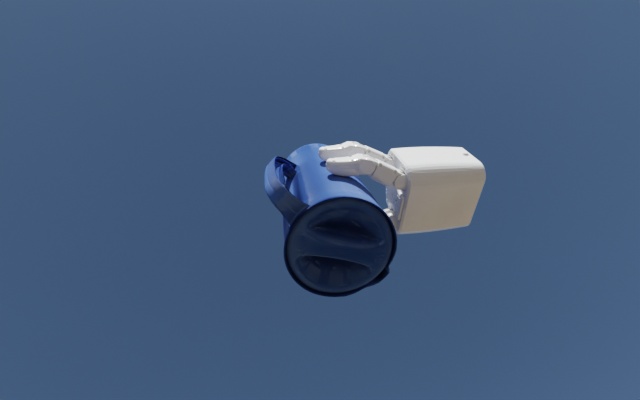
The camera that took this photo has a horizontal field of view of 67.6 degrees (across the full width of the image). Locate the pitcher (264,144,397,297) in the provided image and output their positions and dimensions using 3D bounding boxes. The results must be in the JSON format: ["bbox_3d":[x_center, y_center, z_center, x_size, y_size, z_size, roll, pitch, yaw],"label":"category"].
[{"bbox_3d":[0.000,0.002,0.645,0.145,0.149,0.242,-6,26,-7],"label":"pitcher"}]
